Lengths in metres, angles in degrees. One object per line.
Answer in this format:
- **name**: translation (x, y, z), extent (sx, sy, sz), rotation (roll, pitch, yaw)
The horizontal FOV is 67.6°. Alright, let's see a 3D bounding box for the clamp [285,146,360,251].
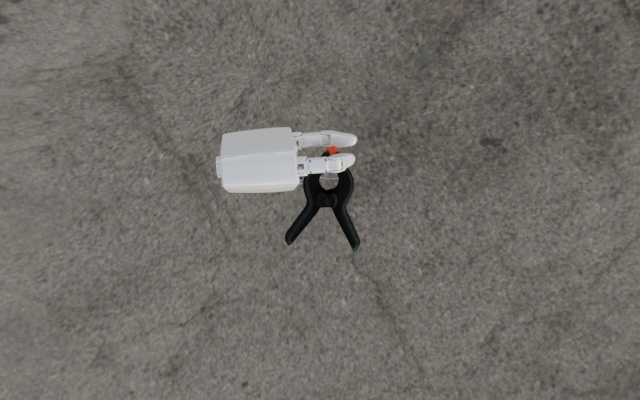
- **clamp**: translation (0.000, 0.002, 0.750), extent (0.120, 0.171, 0.039), rotation (-5, 15, -5)
